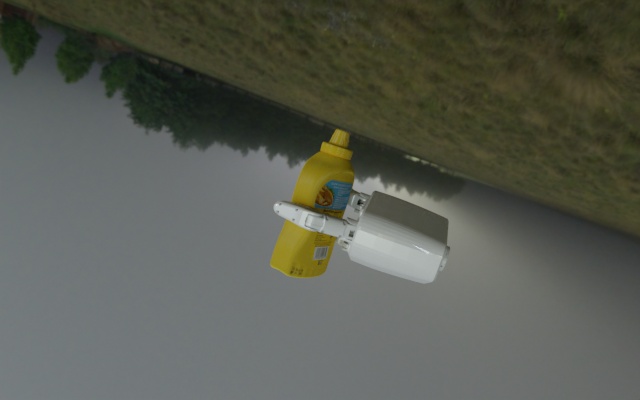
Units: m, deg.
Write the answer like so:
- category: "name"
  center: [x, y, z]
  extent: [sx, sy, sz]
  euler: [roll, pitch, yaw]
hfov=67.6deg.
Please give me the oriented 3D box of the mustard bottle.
- category: "mustard bottle"
  center: [0.000, 0.002, 0.617]
  extent: [0.058, 0.191, 0.096]
  euler: [23, 10, 32]
